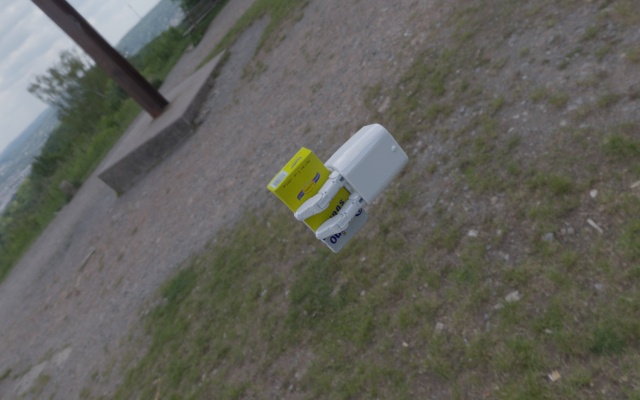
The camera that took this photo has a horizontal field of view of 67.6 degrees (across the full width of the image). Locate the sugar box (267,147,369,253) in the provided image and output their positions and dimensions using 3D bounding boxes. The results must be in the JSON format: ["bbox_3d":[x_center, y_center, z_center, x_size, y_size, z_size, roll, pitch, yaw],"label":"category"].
[{"bbox_3d":[0.000,0.003,0.825,0.176,0.093,0.048,45,-6,-27],"label":"sugar box"}]
